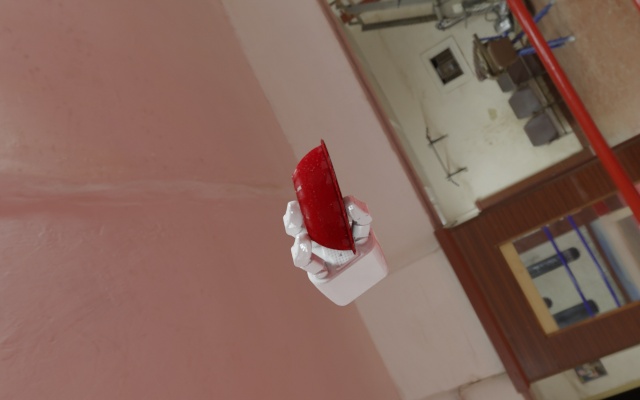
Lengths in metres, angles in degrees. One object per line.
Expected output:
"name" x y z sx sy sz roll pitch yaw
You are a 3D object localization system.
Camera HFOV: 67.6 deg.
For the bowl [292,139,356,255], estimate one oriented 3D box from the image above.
"bowl" -0.001 0.001 0.642 0.055 0.162 0.162 -16 0 0
